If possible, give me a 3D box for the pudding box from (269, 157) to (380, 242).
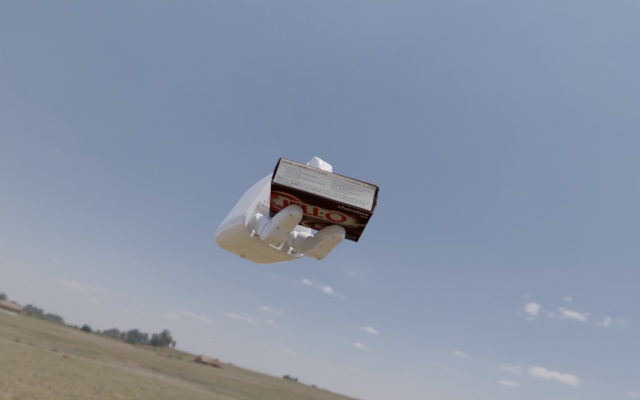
[{"bbox_3d":[0.000,0.002,0.530,0.113,0.039,0.090,14,-24,0],"label":"pudding box"}]
